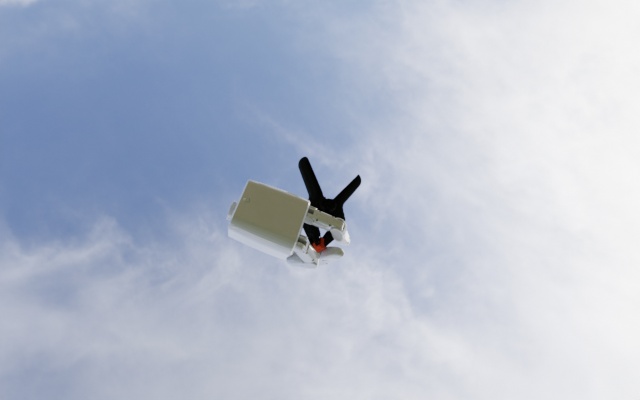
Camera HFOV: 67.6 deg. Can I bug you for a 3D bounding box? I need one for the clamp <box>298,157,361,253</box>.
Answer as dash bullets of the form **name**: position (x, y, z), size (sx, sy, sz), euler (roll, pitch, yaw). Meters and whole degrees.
- **clamp**: position (0.000, 0.003, 0.828), size (0.120, 0.171, 0.039), euler (22, -33, -6)
